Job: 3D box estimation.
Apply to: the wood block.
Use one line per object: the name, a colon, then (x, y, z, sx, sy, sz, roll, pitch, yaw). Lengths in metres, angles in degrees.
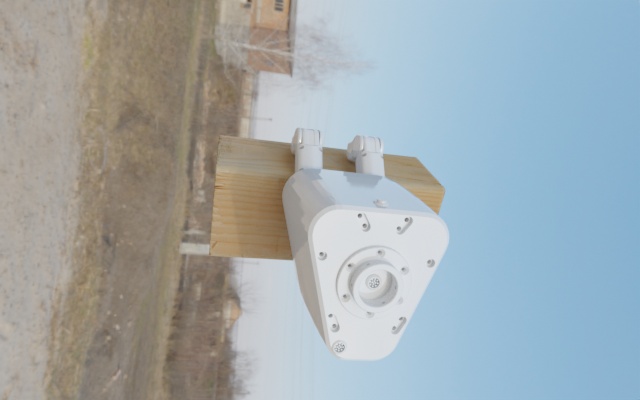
wood block: (0.000, 0.002, 0.469, 0.206, 0.091, 0.090, 5, 24, -12)
